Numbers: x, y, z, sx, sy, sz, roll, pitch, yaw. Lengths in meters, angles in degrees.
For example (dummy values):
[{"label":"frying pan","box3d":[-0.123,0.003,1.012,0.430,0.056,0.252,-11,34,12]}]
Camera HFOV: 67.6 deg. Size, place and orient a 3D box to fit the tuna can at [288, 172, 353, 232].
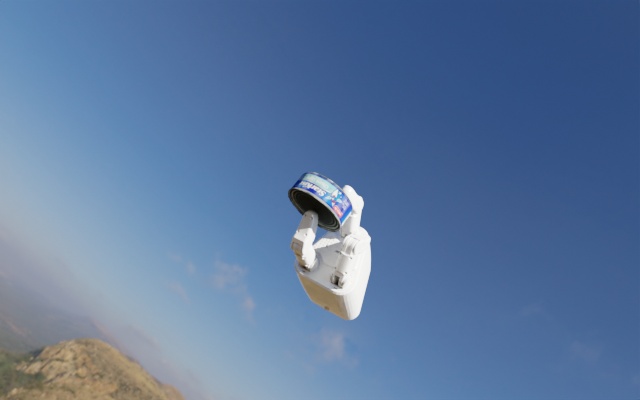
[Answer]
[{"label":"tuna can","box3d":[0.000,0.002,0.639,0.086,0.033,0.086,32,-22,15]}]
